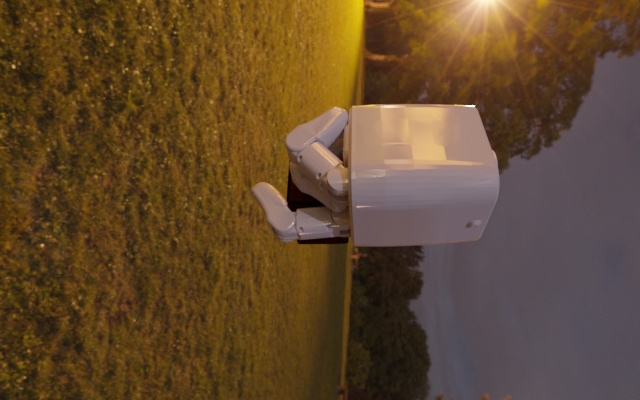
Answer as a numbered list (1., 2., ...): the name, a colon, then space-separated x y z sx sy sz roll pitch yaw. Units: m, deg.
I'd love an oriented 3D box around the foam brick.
1. foam brick: 0.000 0.002 0.445 0.051 0.053 0.078 -2 -31 5
